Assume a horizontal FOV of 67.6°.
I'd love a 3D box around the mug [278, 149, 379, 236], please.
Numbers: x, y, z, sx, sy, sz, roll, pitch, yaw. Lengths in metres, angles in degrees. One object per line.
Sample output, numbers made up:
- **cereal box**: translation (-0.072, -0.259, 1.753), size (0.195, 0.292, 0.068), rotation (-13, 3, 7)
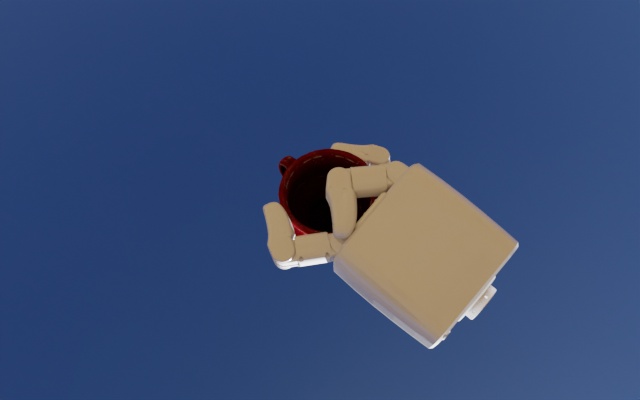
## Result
- **mug**: translation (-0.001, 0.001, 0.480), size (0.117, 0.093, 0.081), rotation (41, -18, 19)
